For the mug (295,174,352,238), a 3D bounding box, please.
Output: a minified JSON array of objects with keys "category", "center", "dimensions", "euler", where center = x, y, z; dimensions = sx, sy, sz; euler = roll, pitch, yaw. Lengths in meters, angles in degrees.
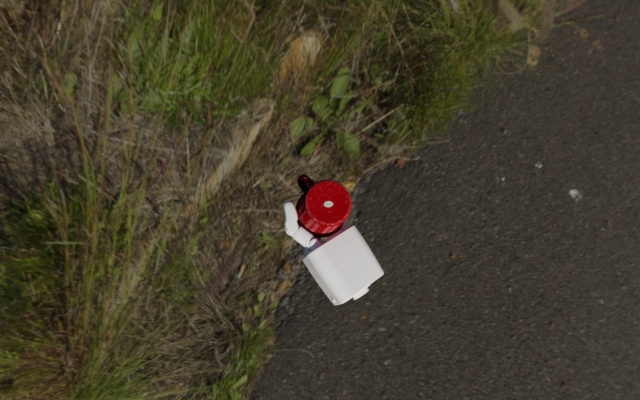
[{"category":"mug","center":[-0.001,0.001,0.833],"dimensions":[0.093,0.117,0.081],"euler":[-33,-6,-16]}]
